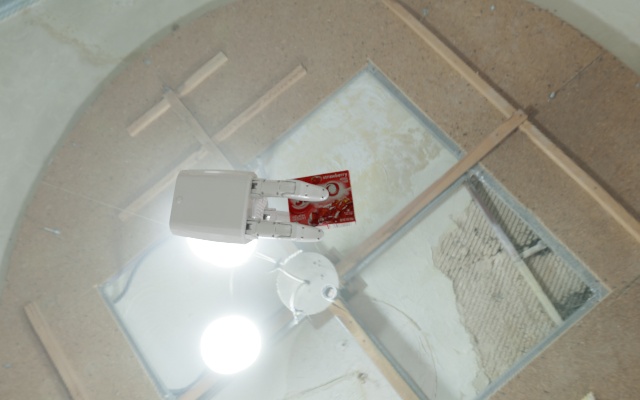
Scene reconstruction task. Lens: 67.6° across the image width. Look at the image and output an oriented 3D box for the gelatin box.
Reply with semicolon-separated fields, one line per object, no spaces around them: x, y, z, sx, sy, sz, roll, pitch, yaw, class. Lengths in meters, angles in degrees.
0.000;0.002;0.650;0.089;0.073;0.030;-8;-15;4;gelatin box
